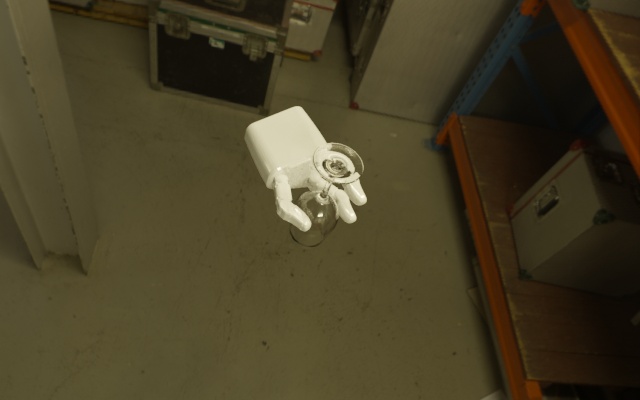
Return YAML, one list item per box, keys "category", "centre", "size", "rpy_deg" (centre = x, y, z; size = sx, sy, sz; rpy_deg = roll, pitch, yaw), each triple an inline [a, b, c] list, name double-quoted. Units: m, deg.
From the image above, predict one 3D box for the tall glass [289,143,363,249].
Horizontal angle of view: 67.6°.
- category: "tall glass"
  centre: [0.000, 0.002, 0.751]
  size: [0.079, 0.079, 0.201]
  rpy_deg: [0, -35, -18]
